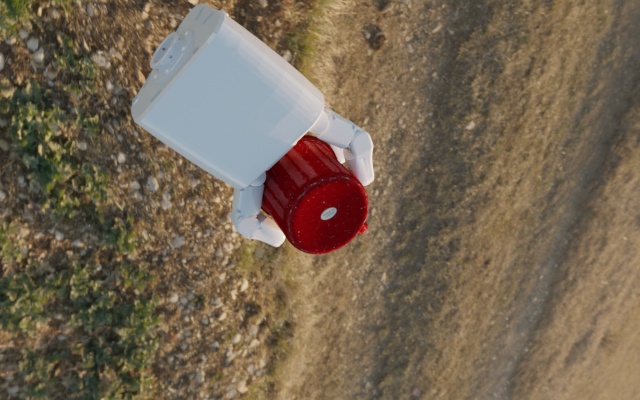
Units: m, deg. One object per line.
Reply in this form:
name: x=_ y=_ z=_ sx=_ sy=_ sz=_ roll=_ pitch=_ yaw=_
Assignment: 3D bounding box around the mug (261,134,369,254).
mug: x=0.001 y=0.002 z=0.450 sx=0.117 sy=0.093 sz=0.081 roll=32 pitch=10 yaw=-36
